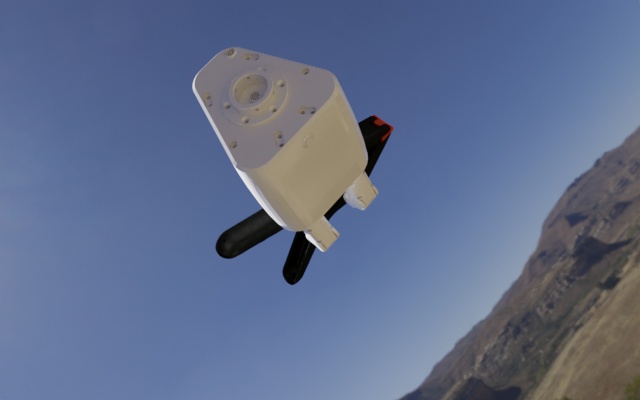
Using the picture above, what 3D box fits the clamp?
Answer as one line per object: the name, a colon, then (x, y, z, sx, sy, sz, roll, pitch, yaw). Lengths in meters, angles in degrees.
clamp: (0.000, 0.001, 0.501, 0.036, 0.210, 0.165, 40, -8, 26)
